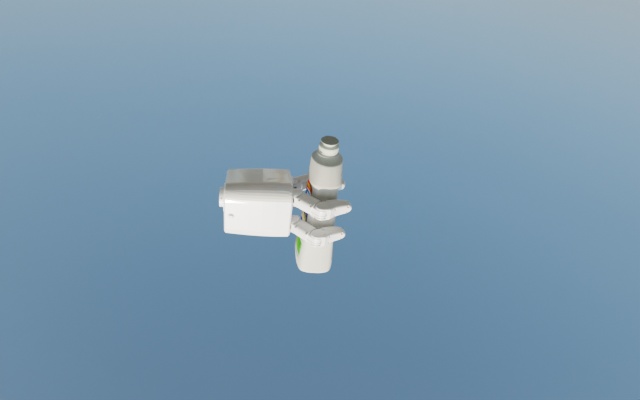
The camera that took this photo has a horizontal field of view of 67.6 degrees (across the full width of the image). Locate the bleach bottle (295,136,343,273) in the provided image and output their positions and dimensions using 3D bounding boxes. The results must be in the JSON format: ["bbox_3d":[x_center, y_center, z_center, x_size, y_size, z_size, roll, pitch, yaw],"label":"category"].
[{"bbox_3d":[0.000,0.003,0.806,0.068,0.251,0.102,3,37,-7],"label":"bleach bottle"}]
